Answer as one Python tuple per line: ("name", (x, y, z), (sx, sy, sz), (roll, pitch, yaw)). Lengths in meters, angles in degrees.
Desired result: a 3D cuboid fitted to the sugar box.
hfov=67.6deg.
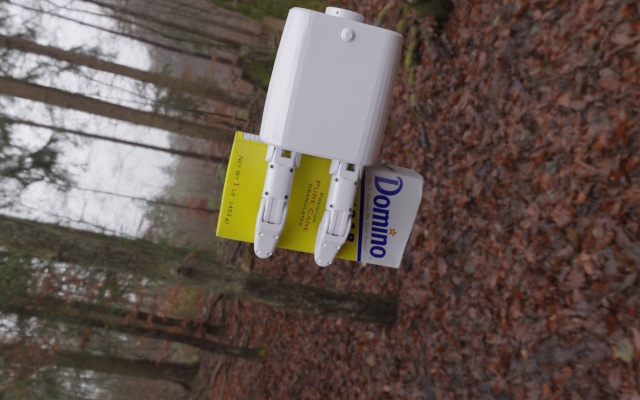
("sugar box", (0.000, 0.001, 0.442), (0.176, 0.093, 0.048), (11, 16, -9))
